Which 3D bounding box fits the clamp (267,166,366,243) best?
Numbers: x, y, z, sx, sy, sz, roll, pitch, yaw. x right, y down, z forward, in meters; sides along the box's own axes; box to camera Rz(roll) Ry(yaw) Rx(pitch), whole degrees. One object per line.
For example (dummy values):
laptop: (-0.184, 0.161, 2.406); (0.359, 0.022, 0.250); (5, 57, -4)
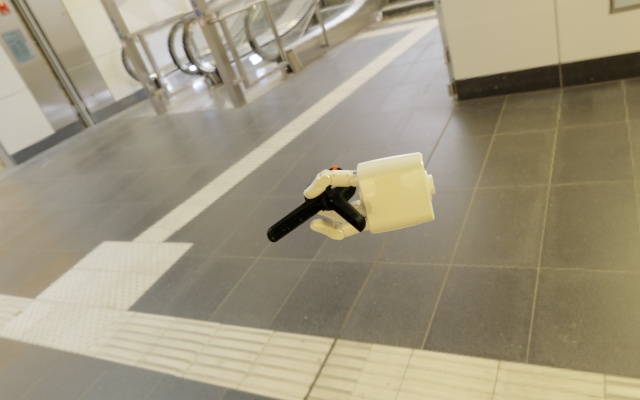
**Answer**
clamp: (0.000, 0.002, 0.822); (0.164, 0.036, 0.209); (-11, 28, 13)
